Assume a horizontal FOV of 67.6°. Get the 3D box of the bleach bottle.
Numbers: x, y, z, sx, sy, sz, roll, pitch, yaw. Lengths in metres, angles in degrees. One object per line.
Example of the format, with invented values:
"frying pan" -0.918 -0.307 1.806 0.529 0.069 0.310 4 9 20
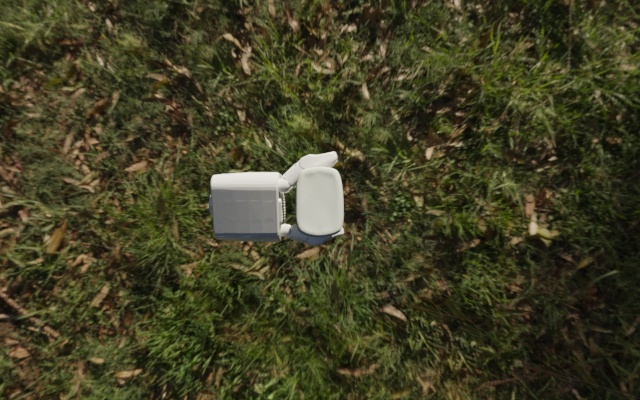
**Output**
"bleach bottle" 0.000 0.002 0.786 0.068 0.102 0.251 0 -1 1
